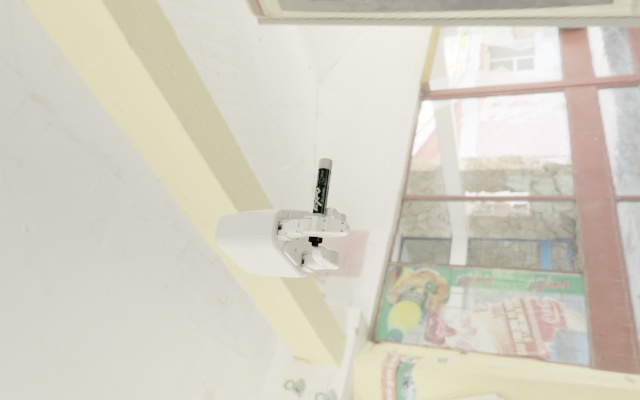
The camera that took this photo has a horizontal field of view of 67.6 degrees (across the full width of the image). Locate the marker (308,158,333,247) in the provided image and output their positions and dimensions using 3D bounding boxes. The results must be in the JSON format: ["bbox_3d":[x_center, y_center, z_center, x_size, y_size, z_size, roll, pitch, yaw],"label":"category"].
[{"bbox_3d":[0.000,0.002,0.632,0.020,0.121,0.020,7,-18,2],"label":"marker"}]
